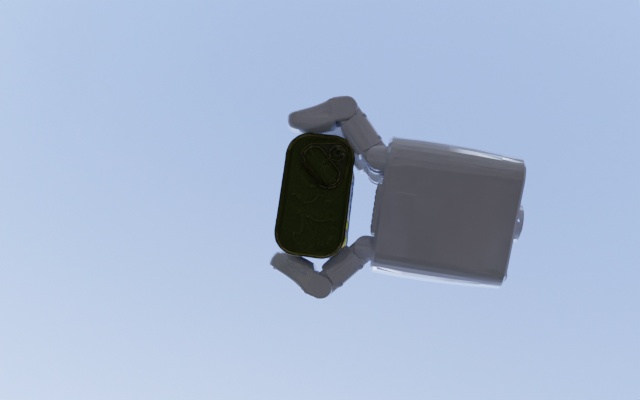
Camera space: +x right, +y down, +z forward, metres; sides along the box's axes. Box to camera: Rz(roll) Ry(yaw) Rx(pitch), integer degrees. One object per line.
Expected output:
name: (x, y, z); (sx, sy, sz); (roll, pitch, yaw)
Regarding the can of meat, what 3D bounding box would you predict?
can of meat: (0.000, 0.002, 0.424); (0.057, 0.102, 0.084); (6, -8, 8)
